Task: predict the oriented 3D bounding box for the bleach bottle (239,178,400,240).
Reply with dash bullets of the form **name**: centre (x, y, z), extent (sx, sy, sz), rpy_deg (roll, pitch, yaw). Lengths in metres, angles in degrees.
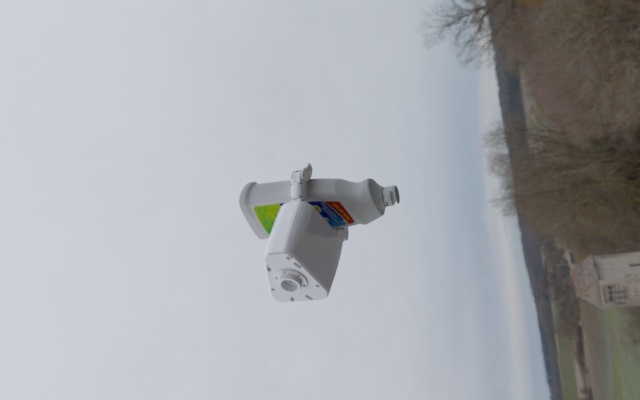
- **bleach bottle**: centre (0.000, 0.003, 0.774), extent (0.251, 0.103, 0.068), rpy_deg (-9, 36, 22)
